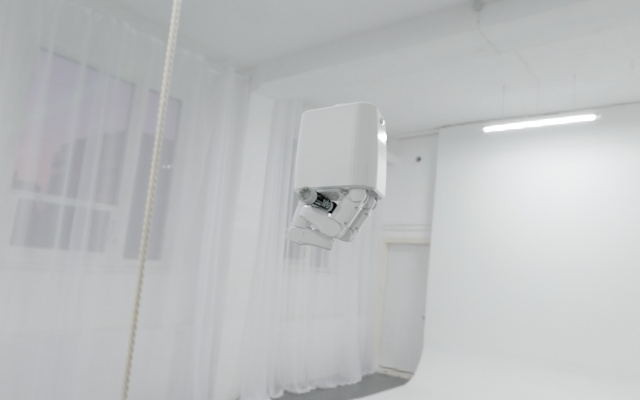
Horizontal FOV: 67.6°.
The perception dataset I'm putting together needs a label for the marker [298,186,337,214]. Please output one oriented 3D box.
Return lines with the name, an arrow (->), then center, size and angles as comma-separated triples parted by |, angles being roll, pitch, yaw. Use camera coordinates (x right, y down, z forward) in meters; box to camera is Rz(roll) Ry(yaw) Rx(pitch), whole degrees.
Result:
marker -> 0.000, 0.002, 0.595 | 0.020, 0.020, 0.121 | 0, -9, 17
